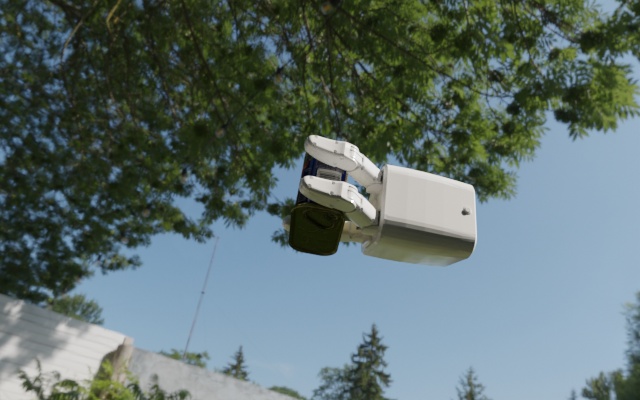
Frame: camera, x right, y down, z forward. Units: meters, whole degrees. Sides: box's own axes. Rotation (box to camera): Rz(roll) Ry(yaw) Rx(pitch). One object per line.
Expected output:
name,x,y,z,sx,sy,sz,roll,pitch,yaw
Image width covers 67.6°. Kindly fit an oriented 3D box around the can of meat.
can of meat,0.000,0.002,0.543,0.057,0.084,0.102,10,-33,0
